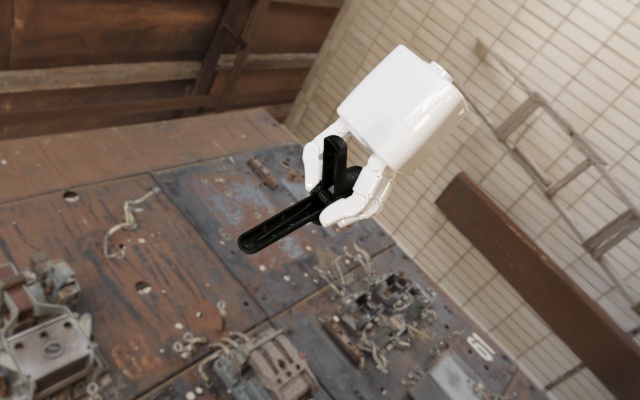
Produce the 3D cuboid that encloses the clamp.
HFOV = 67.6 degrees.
[{"bbox_3d":[0.000,0.001,0.571,0.164,0.036,0.210,-44,-18,14],"label":"clamp"}]
